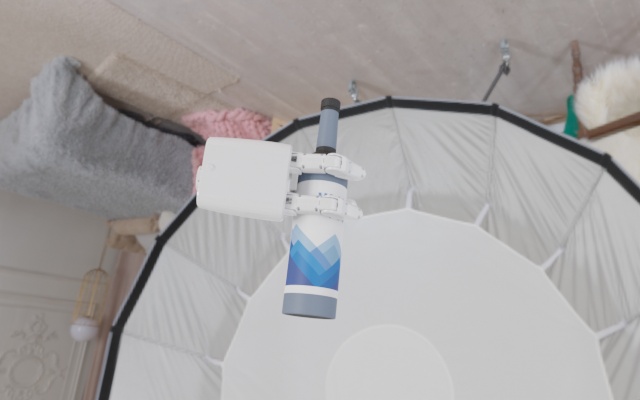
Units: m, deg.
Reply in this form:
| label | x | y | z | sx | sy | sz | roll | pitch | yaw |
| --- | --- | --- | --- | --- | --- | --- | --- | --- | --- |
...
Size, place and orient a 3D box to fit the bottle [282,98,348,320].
| label | x | y | z | sx | sy | sz | roll | pitch | yaw |
| --- | --- | --- | --- | --- | --- | --- | --- | --- | --- |
| bottle | 0.000 | 0.002 | 0.627 | 0.069 | 0.295 | 0.069 | 5 | -17 | 2 |
